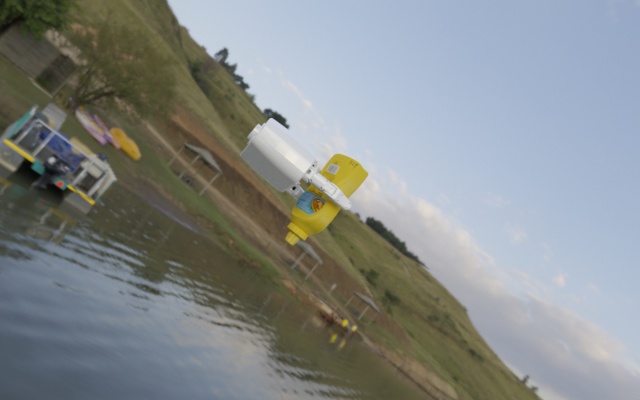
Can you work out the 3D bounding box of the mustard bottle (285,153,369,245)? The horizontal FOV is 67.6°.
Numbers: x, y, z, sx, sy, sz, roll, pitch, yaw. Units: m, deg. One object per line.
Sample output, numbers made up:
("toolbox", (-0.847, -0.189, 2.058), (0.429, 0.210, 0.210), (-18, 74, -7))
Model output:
("mustard bottle", (0.001, 0.003, 0.885), (0.058, 0.191, 0.096), (44, -9, -35))
